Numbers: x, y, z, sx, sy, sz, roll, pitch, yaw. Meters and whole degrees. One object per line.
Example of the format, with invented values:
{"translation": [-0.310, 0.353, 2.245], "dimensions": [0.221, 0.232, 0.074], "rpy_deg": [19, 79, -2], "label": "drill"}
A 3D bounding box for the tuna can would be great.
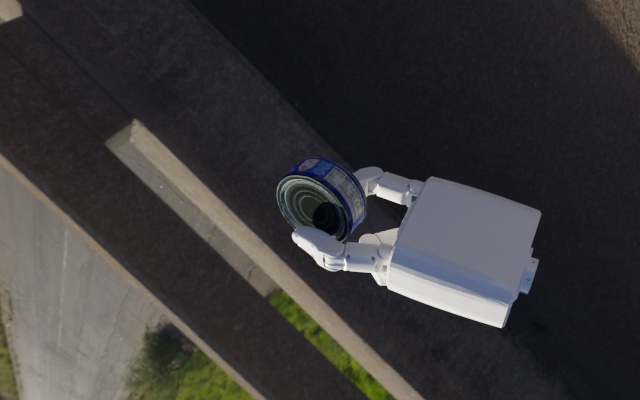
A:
{"translation": [0.000, 0.002, 0.463], "dimensions": [0.086, 0.086, 0.033], "rpy_deg": [0, 34, 40], "label": "tuna can"}
